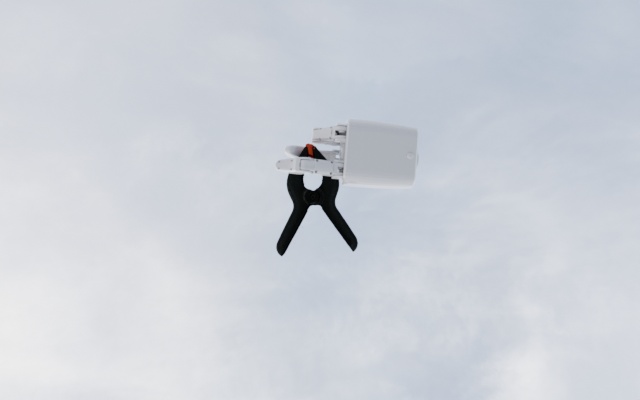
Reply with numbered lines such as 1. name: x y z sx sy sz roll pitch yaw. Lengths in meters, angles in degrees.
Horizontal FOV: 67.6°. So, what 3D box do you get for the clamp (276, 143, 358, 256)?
1. clamp: 0.000 0.002 0.716 0.120 0.171 0.039 5 -3 -2
